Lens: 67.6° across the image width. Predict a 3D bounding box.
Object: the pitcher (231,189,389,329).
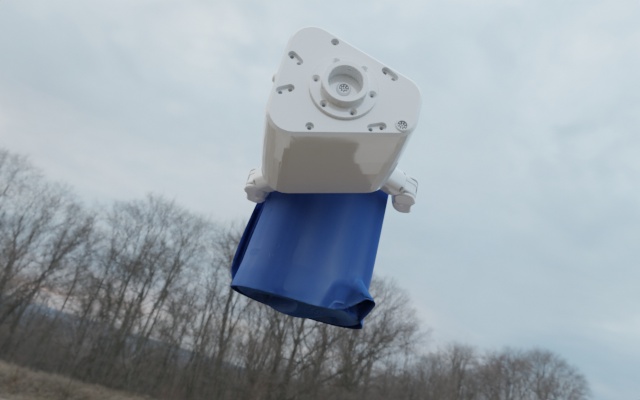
[{"bbox_3d":[0.000,0.002,0.505,0.149,0.242,0.145,17,-19,0],"label":"pitcher"}]
